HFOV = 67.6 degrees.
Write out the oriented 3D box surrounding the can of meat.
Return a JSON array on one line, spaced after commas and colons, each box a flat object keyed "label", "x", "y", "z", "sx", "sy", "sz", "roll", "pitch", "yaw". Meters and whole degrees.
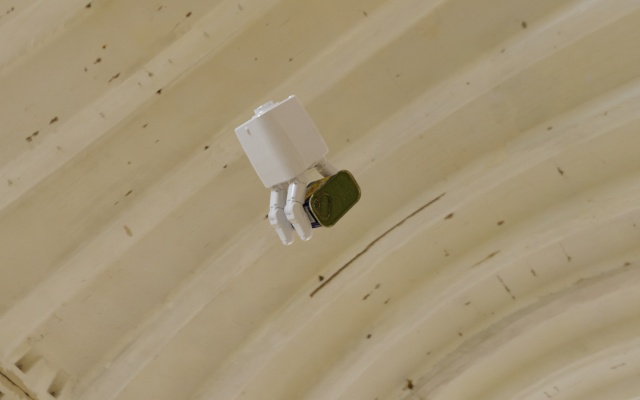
[{"label": "can of meat", "x": 0.000, "y": 0.003, "z": 0.756, "sx": 0.102, "sy": 0.057, "sz": 0.084, "roll": -43, "pitch": 17, "yaw": -35}]
